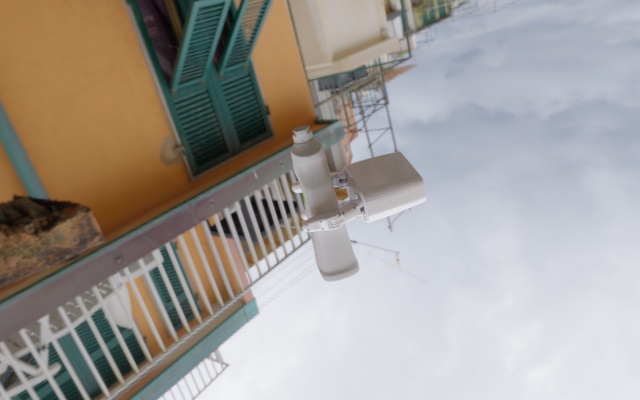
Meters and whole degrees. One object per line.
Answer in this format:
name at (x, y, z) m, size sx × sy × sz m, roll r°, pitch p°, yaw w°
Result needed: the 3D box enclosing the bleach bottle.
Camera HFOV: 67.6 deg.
bleach bottle at (0.000, 0.003, 0.786) m, size 0.068 × 0.251 × 0.102 m, roll -17°, pitch 22°, yaw -6°
